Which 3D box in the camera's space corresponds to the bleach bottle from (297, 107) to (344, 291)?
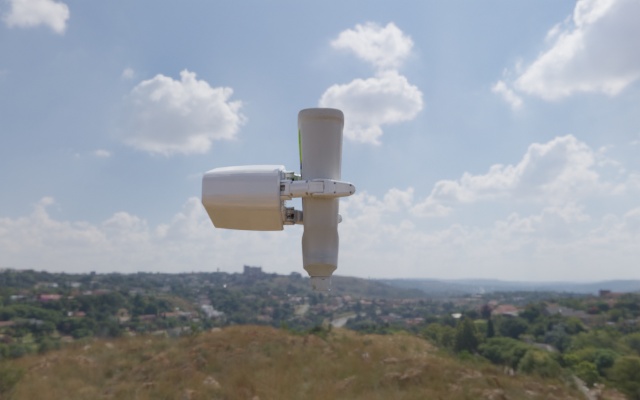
[{"bbox_3d":[0.000,0.002,0.686,0.068,0.250,0.102,0,-9,-1],"label":"bleach bottle"}]
